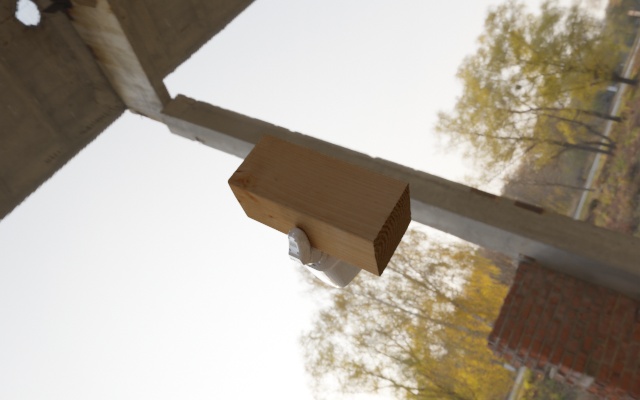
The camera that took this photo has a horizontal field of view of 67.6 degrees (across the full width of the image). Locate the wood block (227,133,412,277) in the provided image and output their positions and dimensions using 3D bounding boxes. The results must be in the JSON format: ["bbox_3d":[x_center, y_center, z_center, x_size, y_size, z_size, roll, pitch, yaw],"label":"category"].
[{"bbox_3d":[0.000,0.002,0.602,0.206,0.090,0.090,21,-27,25],"label":"wood block"}]
